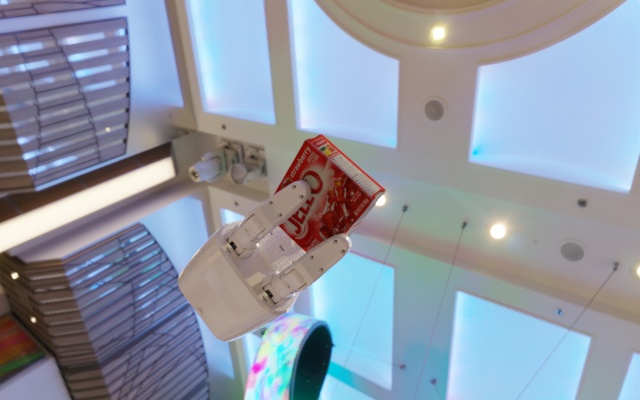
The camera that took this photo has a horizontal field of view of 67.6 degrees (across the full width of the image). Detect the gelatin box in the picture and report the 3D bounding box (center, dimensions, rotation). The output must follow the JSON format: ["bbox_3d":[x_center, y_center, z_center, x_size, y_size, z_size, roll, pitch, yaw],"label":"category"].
[{"bbox_3d":[0.000,0.001,0.404,0.073,0.089,0.030,43,36,11],"label":"gelatin box"}]
